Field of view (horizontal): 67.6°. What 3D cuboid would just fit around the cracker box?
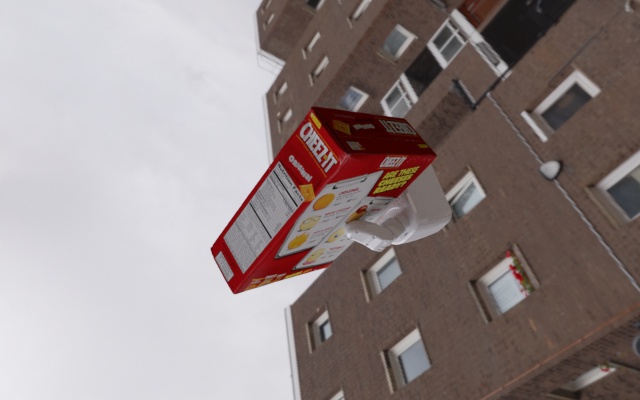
[{"bbox_3d":[0.000,0.002,0.522,0.164,0.072,0.214,-6,-36,-50],"label":"cracker box"}]
